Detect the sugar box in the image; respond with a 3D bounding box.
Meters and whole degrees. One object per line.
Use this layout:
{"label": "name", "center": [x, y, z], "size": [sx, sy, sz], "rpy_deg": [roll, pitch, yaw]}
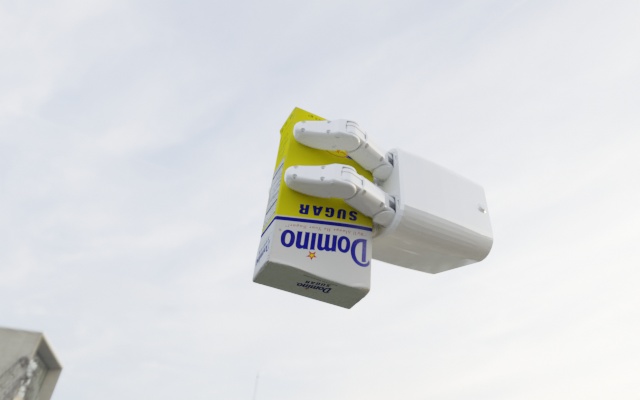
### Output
{"label": "sugar box", "center": [0.000, 0.001, 0.436], "size": [0.093, 0.176, 0.048], "rpy_deg": [19, -41, -17]}
